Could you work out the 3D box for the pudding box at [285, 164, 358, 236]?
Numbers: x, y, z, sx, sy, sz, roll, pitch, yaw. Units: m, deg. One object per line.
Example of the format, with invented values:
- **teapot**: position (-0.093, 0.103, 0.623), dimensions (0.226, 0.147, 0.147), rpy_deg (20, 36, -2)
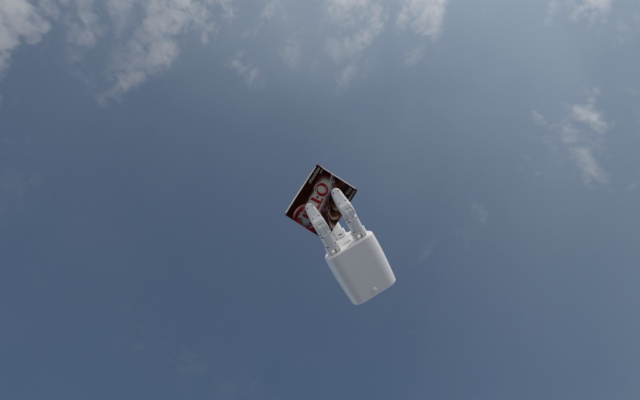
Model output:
- **pudding box**: position (0.000, 0.003, 0.886), dimensions (0.090, 0.113, 0.039), rpy_deg (32, -1, -9)
